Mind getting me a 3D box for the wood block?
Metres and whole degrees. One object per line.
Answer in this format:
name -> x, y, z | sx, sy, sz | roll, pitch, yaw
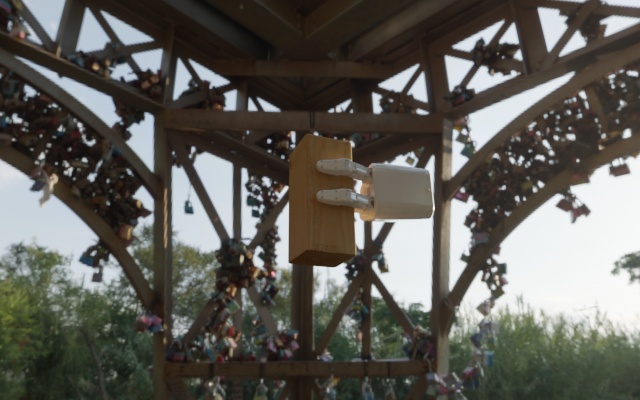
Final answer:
wood block -> 0.000, 0.003, 0.826 | 0.090, 0.206, 0.091 | 8, -24, -21
